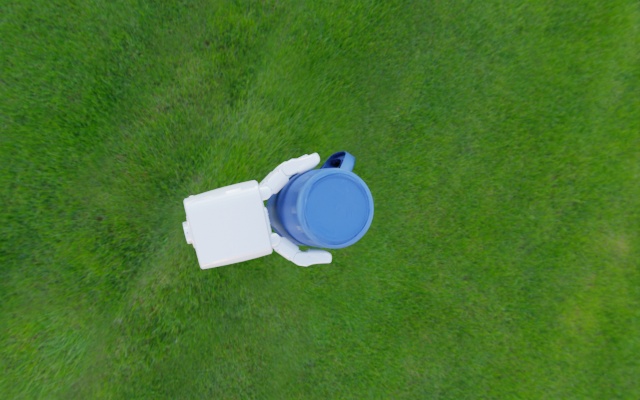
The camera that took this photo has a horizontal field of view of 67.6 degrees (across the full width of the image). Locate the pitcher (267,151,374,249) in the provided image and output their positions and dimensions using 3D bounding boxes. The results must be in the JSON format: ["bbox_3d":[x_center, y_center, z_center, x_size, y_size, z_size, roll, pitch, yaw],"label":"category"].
[{"bbox_3d":[0.000,0.003,0.743,0.145,0.149,0.243,-12,2,-13],"label":"pitcher"}]
